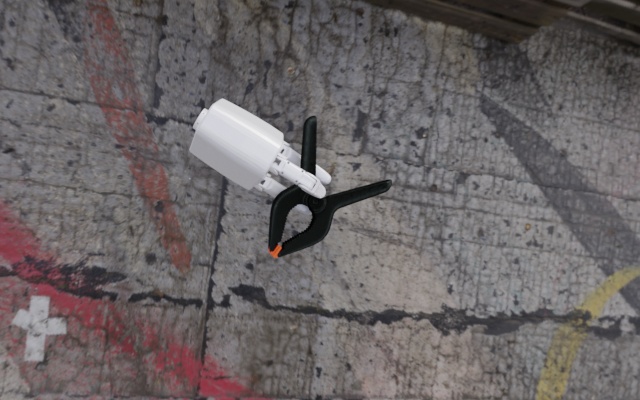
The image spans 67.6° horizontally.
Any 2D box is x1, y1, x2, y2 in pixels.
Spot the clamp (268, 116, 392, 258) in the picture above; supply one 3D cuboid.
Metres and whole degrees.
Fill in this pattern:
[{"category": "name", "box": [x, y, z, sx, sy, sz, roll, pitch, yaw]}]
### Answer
[{"category": "clamp", "box": [0.000, 0.003, 0.713, 0.164, 0.210, 0.036, 32, -6, -10]}]
